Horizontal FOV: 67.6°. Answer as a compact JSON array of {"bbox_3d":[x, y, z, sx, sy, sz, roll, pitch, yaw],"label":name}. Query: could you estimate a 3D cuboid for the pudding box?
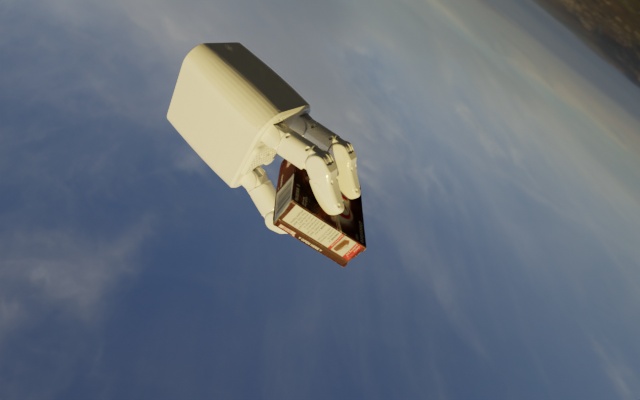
[{"bbox_3d":[0.000,0.002,0.488,0.090,0.039,0.113,32,32,-20],"label":"pudding box"}]
